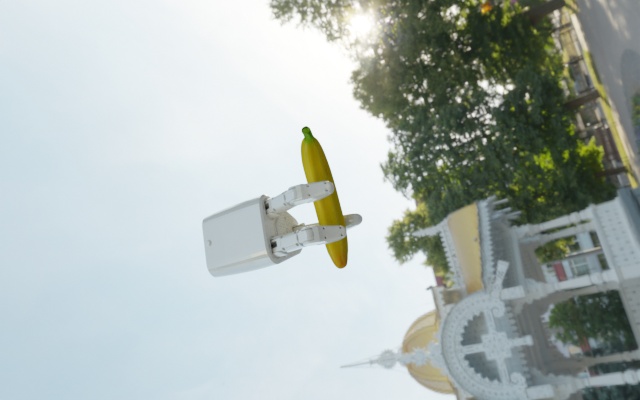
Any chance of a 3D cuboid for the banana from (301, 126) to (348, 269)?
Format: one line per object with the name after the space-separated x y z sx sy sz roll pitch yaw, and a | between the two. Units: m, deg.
0.003 -0.004 0.664 0.037 0.198 0.069 -15 7 15 | banana
